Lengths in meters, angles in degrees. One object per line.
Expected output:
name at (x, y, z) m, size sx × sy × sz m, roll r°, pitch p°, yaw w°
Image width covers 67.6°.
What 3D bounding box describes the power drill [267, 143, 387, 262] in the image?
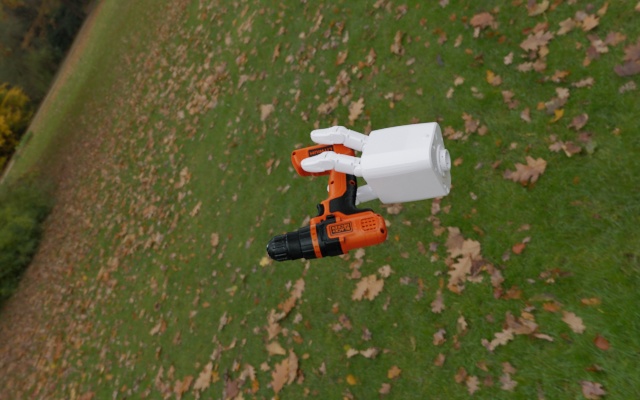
power drill at (0.000, 0.002, 0.756) m, size 0.184 × 0.187 × 0.057 m, roll -11°, pitch -30°, yaw 3°
